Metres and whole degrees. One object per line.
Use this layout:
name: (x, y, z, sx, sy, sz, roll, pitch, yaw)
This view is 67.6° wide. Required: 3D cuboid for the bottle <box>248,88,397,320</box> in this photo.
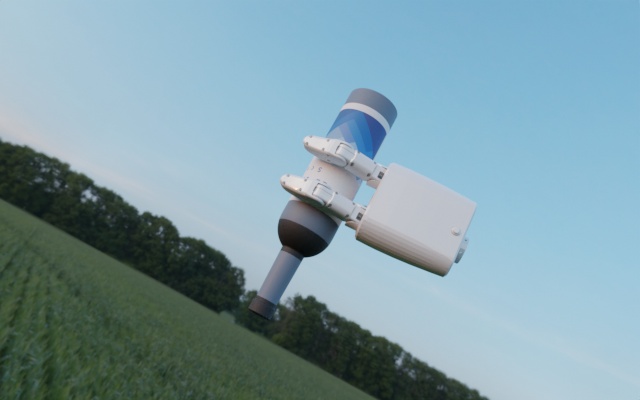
bottle: (0.000, 0.002, 0.565, 0.069, 0.295, 0.069, 26, -17, 9)
